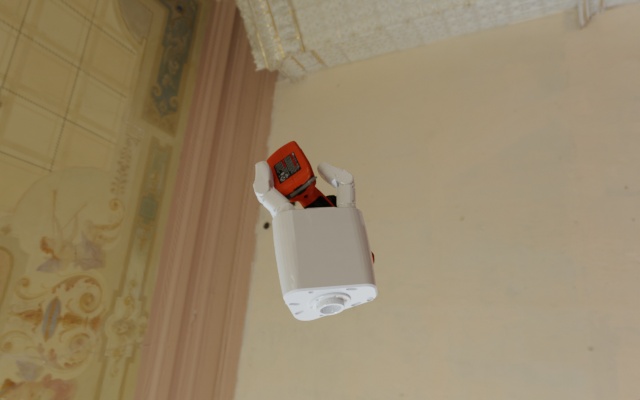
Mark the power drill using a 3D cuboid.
[{"bbox_3d":[0.000,0.002,0.700,0.057,0.188,0.184,-38,34,6],"label":"power drill"}]
